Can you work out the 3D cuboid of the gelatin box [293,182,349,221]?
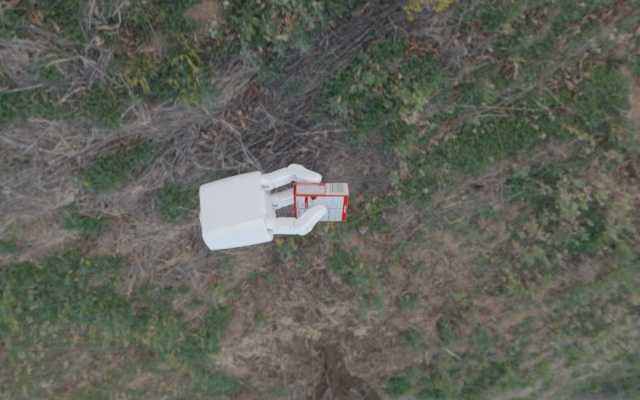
[{"bbox_3d":[0.000,0.003,0.789,0.089,0.030,0.073,0,-37,-1],"label":"gelatin box"}]
